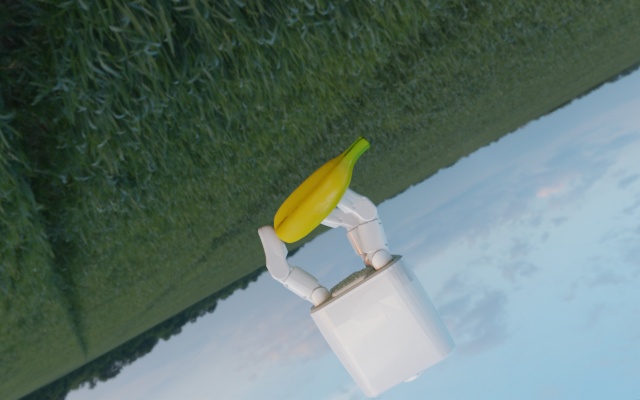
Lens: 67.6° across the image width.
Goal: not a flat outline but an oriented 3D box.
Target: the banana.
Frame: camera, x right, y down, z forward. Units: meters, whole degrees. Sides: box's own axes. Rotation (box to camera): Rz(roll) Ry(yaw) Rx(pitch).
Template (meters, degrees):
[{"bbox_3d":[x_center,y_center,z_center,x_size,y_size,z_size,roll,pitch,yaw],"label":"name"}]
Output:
[{"bbox_3d":[-0.012,0.009,0.459,0.069,0.037,0.198,-34,-5,-30],"label":"banana"}]
